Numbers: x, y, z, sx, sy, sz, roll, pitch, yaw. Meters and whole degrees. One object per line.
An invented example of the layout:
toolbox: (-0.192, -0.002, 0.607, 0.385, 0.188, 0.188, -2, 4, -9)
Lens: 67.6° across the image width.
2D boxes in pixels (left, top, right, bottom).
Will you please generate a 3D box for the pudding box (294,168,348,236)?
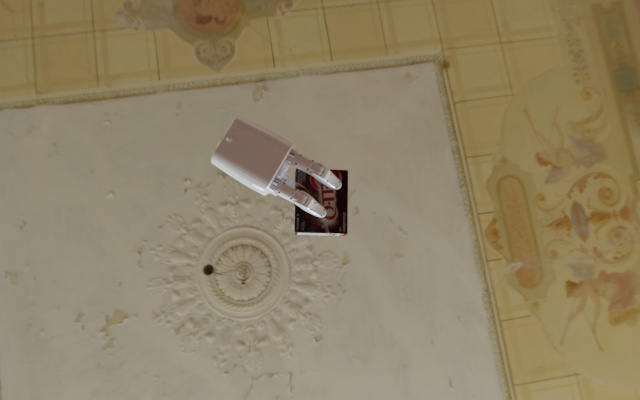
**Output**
pudding box: (0.000, 0.003, 0.810, 0.090, 0.113, 0.039, 2, -8, -6)
